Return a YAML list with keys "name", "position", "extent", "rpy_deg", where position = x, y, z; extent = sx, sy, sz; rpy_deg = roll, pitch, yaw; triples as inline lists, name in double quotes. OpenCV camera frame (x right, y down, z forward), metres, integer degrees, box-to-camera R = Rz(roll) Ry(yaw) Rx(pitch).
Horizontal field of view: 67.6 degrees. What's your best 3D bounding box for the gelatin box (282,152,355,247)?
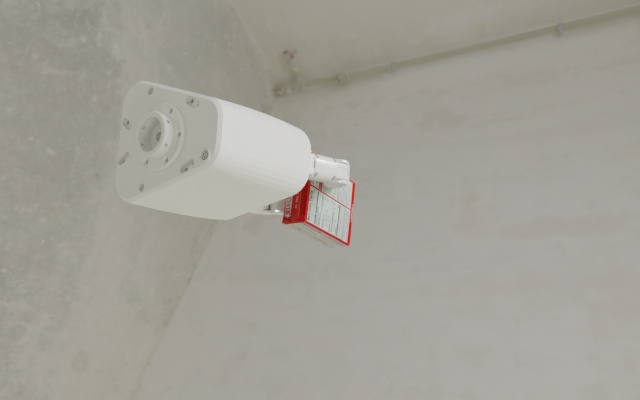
- name: "gelatin box"
  position: [0.001, 0.002, 0.492]
  extent: [0.030, 0.073, 0.089]
  rpy_deg: [-8, -24, 34]
